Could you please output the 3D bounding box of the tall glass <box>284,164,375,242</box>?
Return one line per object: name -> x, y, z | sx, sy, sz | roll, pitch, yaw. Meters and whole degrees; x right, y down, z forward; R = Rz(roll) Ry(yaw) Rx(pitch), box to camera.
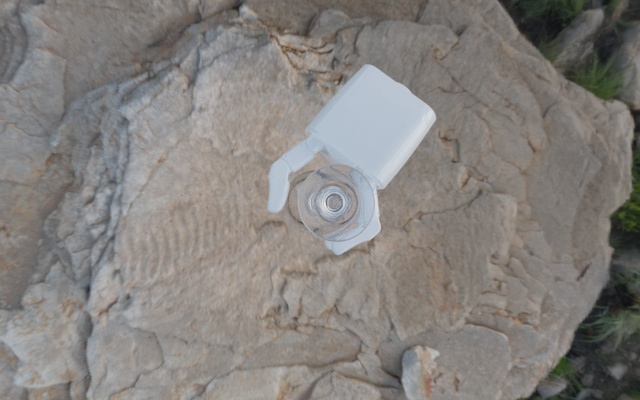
tall glass -> 0.000, 0.002, 0.548 | 0.079, 0.079, 0.201 | 0, 0, -9
